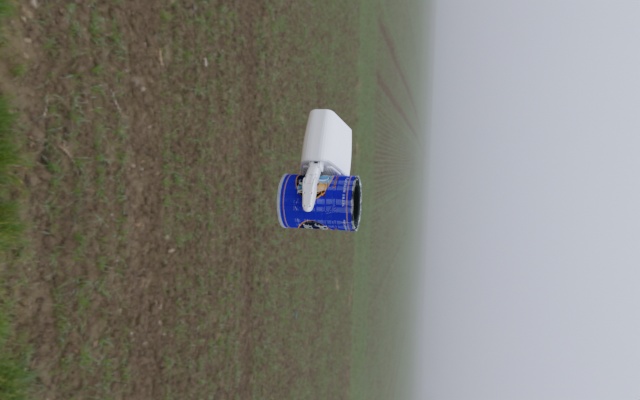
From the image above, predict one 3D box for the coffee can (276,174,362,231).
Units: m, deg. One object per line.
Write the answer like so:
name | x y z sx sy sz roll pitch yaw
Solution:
coffee can | 0.000 0.003 0.889 0.140 0.103 0.103 2 0 13
